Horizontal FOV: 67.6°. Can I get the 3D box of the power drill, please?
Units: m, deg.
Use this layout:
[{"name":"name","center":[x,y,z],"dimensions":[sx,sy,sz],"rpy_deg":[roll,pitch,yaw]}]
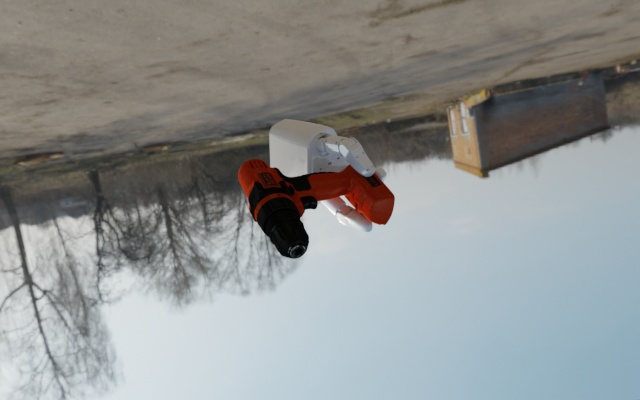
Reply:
[{"name":"power drill","center":[0.000,0.002,0.627],"dimensions":[0.187,0.057,0.184],"rpy_deg":[-3,37,-27]}]
